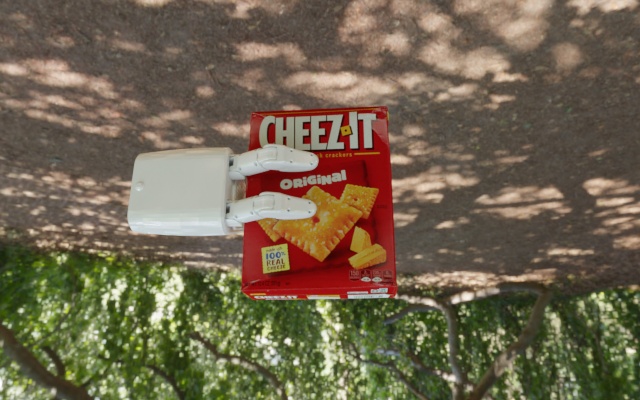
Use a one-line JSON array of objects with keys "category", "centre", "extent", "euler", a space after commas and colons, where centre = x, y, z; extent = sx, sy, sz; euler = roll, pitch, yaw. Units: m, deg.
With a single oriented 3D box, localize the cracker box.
[{"category": "cracker box", "centre": [0.000, 0.002, 0.545], "extent": [0.164, 0.213, 0.072], "euler": [-1, -19, 4]}]
